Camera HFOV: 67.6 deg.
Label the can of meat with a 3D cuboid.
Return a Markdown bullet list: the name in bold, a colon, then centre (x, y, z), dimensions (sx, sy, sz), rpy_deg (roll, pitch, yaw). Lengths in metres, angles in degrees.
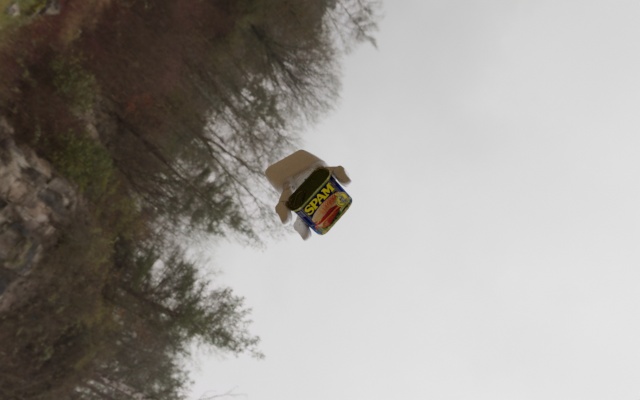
- **can of meat**: centre (0.000, 0.003, 0.898), dimensions (0.084, 0.102, 0.057), rpy_deg (46, -6, -31)
